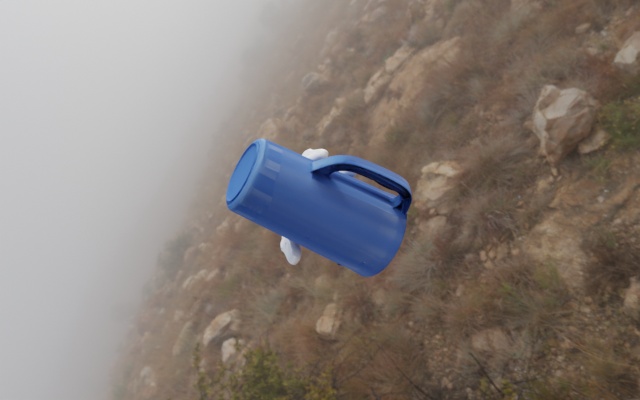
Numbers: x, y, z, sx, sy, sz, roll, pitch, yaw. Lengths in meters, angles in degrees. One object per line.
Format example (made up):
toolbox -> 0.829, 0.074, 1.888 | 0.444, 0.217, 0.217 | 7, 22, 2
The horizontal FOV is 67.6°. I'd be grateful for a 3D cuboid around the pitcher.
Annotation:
pitcher -> 0.000, 0.002, 0.683 | 0.243, 0.149, 0.145 | 25, -6, -23
